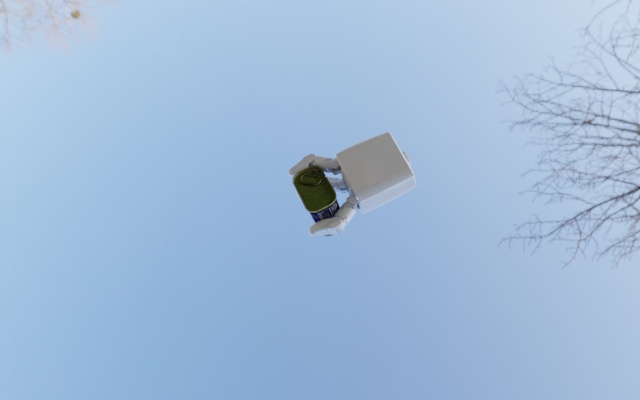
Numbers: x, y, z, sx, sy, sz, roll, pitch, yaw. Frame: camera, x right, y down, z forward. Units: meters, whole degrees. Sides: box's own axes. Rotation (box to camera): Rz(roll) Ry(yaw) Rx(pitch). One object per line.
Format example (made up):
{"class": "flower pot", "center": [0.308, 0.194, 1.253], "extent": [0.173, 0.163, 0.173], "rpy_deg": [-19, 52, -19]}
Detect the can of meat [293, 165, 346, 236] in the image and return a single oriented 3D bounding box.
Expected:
{"class": "can of meat", "center": [0.000, 0.003, 0.845], "extent": [0.057, 0.102, 0.084], "rpy_deg": [-27, -41, -2]}
